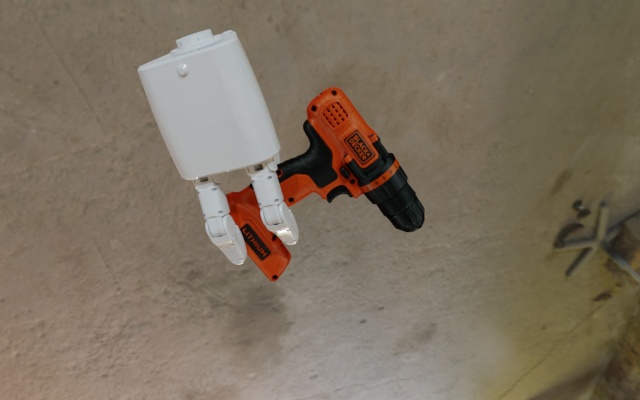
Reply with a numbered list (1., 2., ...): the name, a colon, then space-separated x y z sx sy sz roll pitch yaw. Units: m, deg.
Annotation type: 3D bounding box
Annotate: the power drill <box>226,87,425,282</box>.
1. power drill: 0.000 0.002 0.518 0.187 0.184 0.057 -38 12 1
